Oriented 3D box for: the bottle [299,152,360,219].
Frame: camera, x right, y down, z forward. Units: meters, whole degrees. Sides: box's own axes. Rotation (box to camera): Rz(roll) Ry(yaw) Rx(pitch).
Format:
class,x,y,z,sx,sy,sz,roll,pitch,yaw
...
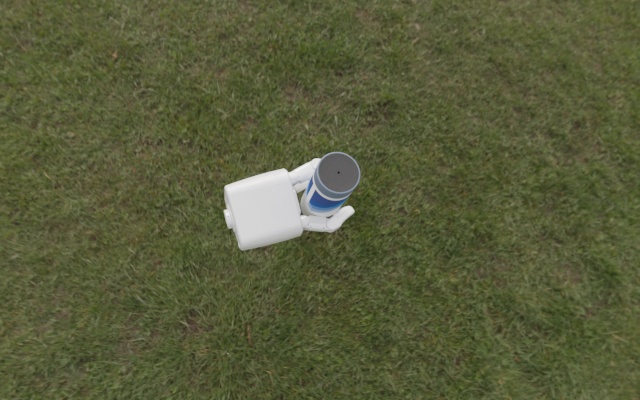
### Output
class,x,y,z,sx,sy,sz,roll,pitch,yaw
bottle,0.000,0.003,0.841,0.069,0.069,0.296,0,-17,-11
